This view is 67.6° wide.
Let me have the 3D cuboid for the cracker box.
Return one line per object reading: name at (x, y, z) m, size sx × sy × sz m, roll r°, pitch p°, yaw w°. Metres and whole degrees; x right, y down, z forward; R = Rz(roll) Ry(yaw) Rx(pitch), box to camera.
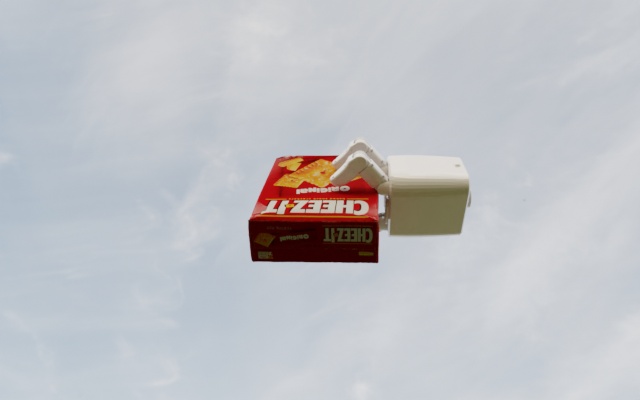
cracker box at (0.000, 0.002, 0.682) m, size 0.164 × 0.072 × 0.213 m, roll -1°, pitch 26°, yaw 6°
